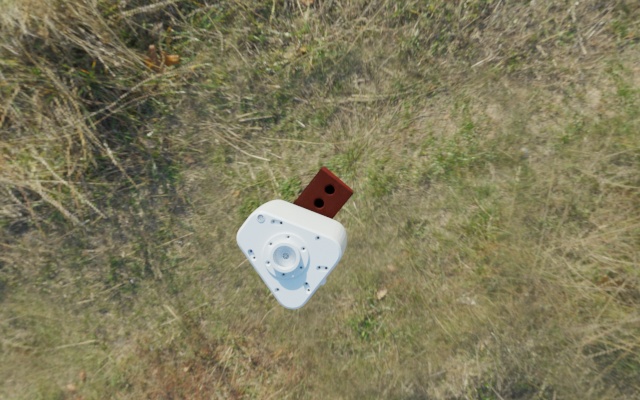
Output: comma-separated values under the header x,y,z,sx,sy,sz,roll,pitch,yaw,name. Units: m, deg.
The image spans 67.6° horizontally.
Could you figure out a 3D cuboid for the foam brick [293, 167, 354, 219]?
x,y,z,sx,sy,sz,roll,pitch,yaw,name
0.000,0.002,0.624,0.053,0.078,0.051,38,6,1,foam brick
